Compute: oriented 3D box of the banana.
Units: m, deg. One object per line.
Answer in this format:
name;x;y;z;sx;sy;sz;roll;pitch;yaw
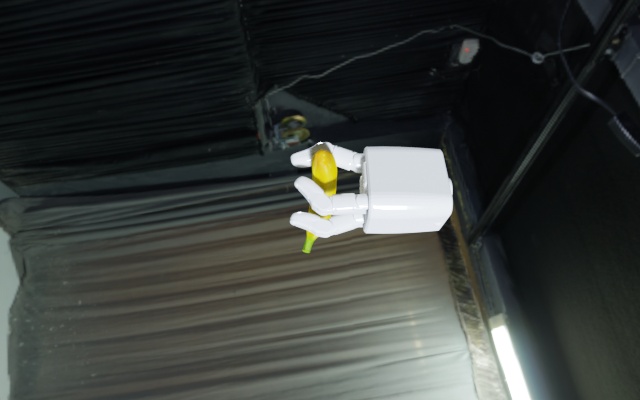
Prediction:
banana;0.002;-0.009;0.680;0.037;0.069;0.198;9;-45;2
